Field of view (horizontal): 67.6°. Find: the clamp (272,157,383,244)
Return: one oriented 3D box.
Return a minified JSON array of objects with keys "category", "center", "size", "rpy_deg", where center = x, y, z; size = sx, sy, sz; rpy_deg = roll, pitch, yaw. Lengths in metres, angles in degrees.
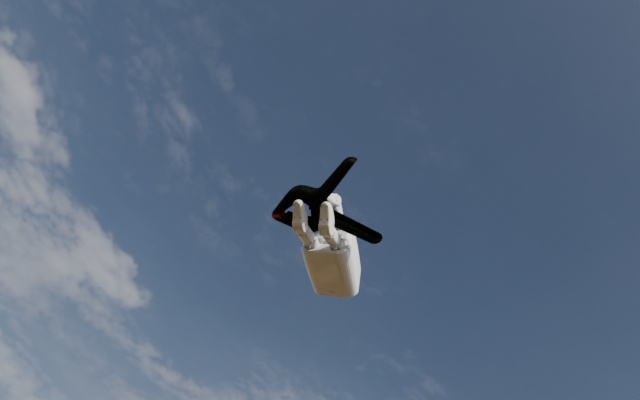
[{"category":"clamp","center":[0.000,0.003,0.863],"size":[0.210,0.165,0.036],"rpy_deg":[-1,25,28]}]
